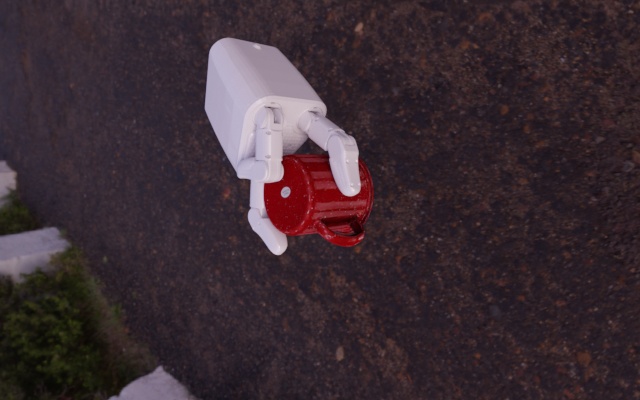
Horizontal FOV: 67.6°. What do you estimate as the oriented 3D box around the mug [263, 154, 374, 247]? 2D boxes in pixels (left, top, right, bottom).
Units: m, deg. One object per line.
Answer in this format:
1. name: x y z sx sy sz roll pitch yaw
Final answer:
1. mug: 0.001 0.003 0.494 0.081 0.117 0.093 -4 -40 -42
